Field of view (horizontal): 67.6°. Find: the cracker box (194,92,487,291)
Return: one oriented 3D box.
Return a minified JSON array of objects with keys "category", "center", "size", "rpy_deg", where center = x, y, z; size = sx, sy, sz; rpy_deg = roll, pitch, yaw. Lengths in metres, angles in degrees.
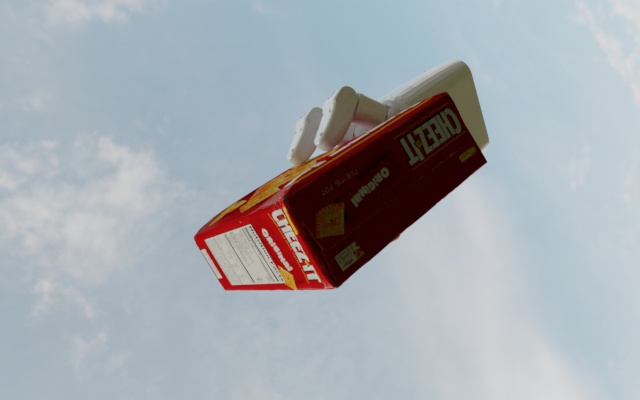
[{"category":"cracker box","center":[0.000,0.001,0.401],"size":[0.164,0.072,0.214],"rpy_deg":[-35,8,-29]}]
